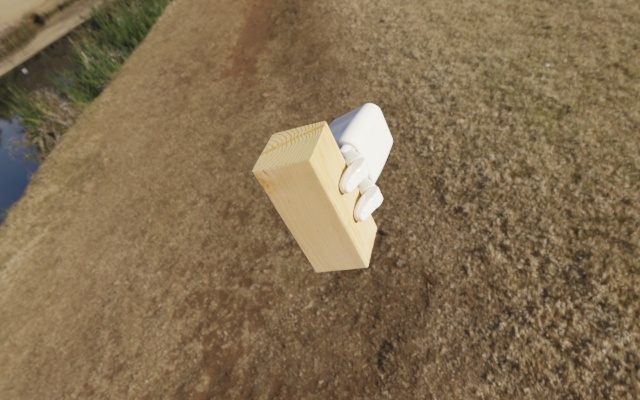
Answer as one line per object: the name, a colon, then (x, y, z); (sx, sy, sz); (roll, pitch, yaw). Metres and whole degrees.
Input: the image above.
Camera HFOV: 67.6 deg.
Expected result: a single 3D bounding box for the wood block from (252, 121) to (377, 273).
wood block: (0.000, 0.002, 0.692); (0.091, 0.206, 0.090); (-9, 39, 27)
